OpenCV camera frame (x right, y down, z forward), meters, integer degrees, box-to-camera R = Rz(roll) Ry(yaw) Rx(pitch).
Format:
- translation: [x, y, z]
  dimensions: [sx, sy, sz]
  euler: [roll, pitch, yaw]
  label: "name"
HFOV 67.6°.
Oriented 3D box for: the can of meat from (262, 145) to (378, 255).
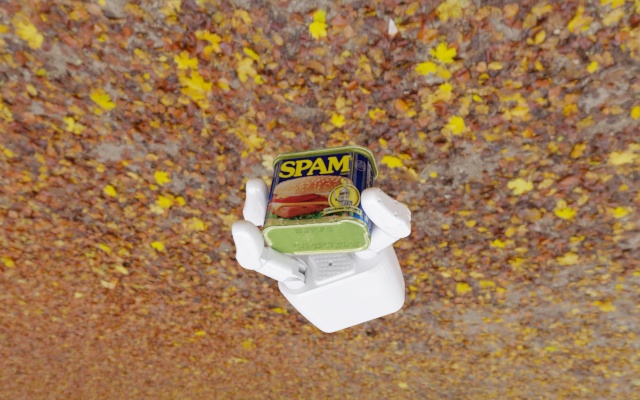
- translation: [0.000, 0.002, 0.444]
  dimensions: [0.102, 0.084, 0.057]
  euler: [-5, -37, 16]
  label: "can of meat"
